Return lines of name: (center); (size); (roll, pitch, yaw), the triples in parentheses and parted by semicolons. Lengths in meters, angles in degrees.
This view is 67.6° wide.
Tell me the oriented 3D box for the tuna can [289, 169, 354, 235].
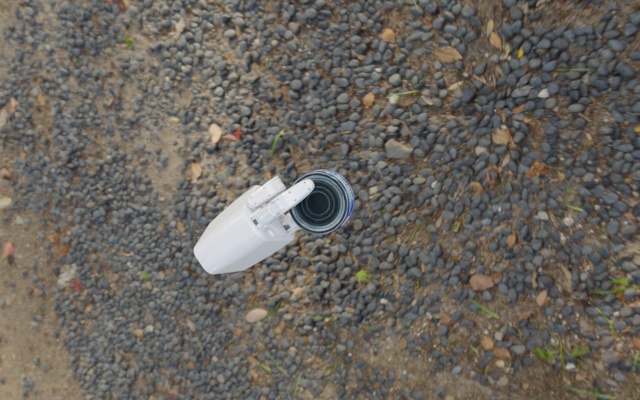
tuna can: (0.000, 0.002, 0.637); (0.086, 0.086, 0.033); (0, 7, 15)
